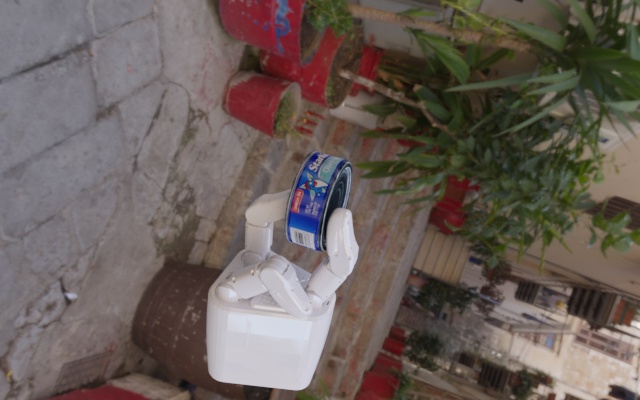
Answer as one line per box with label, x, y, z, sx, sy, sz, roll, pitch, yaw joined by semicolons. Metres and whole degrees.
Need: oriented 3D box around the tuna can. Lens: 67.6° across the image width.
tuna can;0.001;0.001;0.425;0.034;0.086;0.086;16;4;14
